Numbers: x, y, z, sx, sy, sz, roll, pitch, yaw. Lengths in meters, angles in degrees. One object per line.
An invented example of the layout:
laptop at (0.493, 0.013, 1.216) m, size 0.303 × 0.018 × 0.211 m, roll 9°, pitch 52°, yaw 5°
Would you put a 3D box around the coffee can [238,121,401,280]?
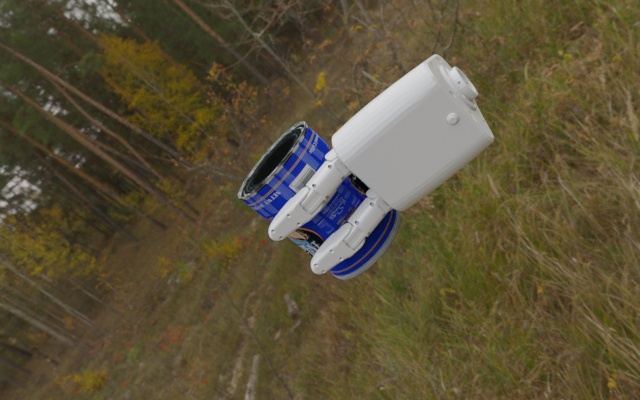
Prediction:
coffee can at (0.000, 0.002, 0.503) m, size 0.140 × 0.103 × 0.103 m, roll 41°, pitch -15°, yaw -18°
